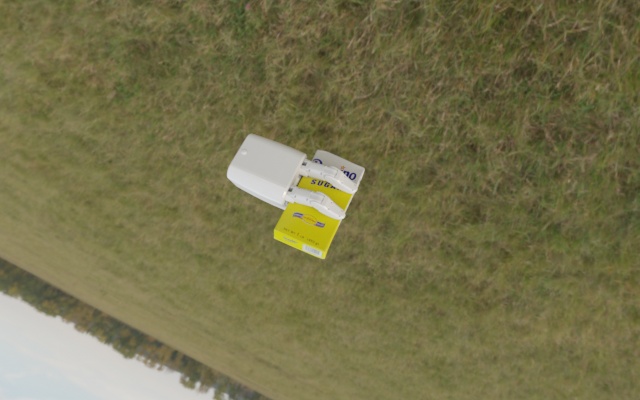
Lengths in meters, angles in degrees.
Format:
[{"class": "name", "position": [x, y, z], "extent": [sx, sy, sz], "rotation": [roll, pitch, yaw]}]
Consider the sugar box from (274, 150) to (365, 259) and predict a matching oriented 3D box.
[{"class": "sugar box", "position": [0.000, 0.002, 0.813], "extent": [0.093, 0.176, 0.048], "rotation": [23, -24, 6]}]
